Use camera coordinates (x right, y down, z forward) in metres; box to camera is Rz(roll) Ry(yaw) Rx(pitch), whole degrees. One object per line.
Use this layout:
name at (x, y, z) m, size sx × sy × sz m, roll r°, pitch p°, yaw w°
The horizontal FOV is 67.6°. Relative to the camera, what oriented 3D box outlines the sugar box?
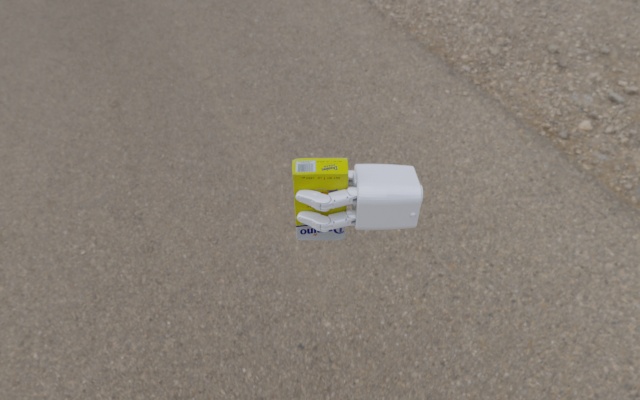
sugar box at (0.000, 0.003, 0.841) m, size 0.093 × 0.048 × 0.176 m, roll 0°, pitch -45°, yaw 1°
